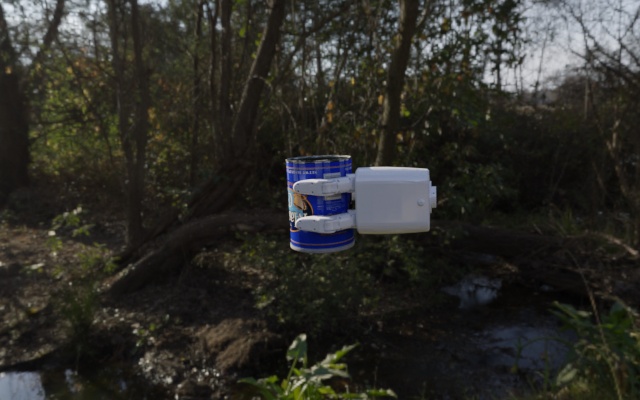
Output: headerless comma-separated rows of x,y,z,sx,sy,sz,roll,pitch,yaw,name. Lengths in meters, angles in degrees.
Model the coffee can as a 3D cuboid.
0.000,0.003,0.754,0.103,0.140,0.103,-3,9,0,coffee can
